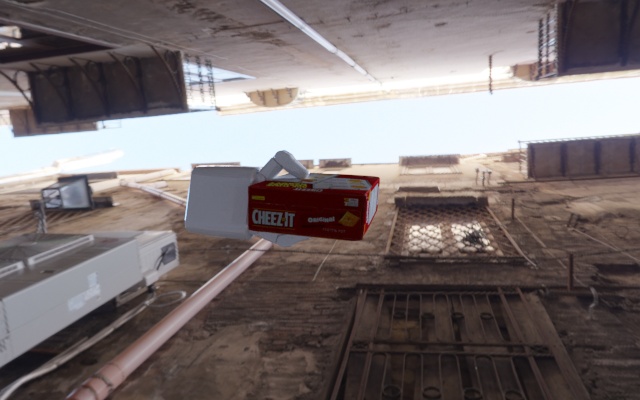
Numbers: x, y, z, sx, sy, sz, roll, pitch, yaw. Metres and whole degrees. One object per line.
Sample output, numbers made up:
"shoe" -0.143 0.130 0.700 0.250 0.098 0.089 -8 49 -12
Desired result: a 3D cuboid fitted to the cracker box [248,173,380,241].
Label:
"cracker box" 0.000 0.002 0.739 0.164 0.072 0.213 4 10 11
